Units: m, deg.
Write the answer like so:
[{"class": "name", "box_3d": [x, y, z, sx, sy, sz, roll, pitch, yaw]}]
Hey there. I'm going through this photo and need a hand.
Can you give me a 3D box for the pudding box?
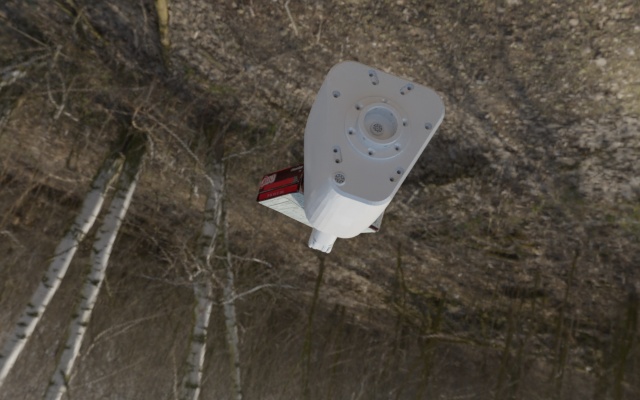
[{"class": "pudding box", "box_3d": [0.000, 0.002, 0.521, 0.113, 0.039, 0.090, 28, -22, -30]}]
